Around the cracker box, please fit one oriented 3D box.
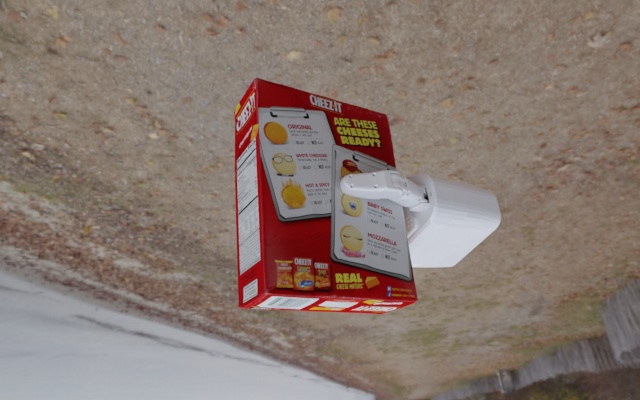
[{"bbox_3d":[0.000,0.002,0.479,0.164,0.213,0.072,9,-28,-30],"label":"cracker box"}]
